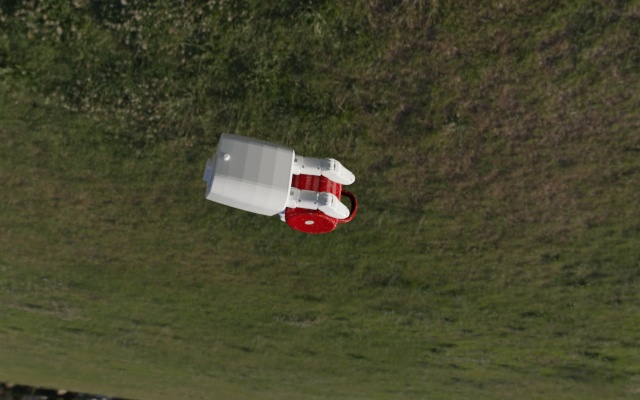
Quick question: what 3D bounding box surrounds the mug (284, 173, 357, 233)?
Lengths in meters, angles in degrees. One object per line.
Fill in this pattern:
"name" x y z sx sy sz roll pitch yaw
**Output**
"mug" 0.001 0.003 0.742 0.117 0.081 0.093 13 -26 -14
